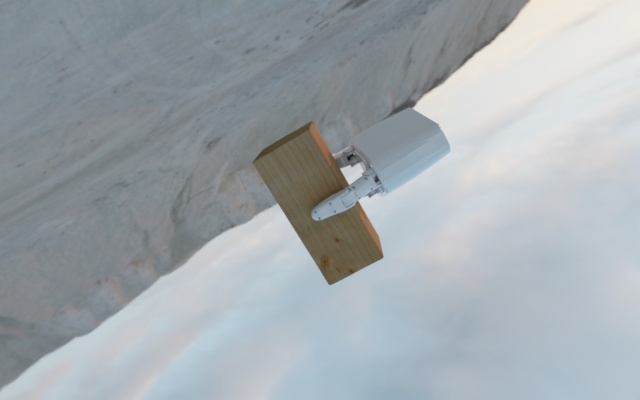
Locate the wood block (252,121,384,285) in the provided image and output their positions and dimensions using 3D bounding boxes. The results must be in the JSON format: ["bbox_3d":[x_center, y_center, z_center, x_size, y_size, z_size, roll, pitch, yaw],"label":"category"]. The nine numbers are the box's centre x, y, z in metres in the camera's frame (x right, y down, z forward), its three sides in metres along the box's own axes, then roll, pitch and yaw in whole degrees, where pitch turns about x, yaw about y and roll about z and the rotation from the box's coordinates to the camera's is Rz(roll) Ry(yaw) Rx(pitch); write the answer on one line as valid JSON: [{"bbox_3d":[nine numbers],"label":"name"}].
[{"bbox_3d":[0.001,0.002,0.684,0.090,0.206,0.090,-29,13,10],"label":"wood block"}]
